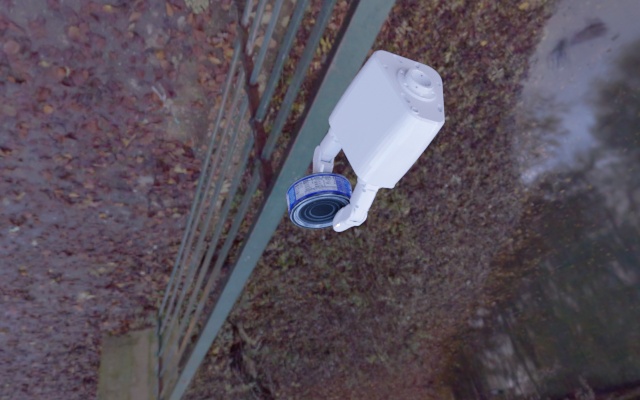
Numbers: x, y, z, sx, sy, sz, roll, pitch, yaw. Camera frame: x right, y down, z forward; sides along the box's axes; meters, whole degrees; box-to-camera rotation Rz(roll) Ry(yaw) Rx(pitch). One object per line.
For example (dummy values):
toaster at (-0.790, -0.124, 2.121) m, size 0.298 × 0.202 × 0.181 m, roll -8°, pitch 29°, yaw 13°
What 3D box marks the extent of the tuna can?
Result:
tuna can at (0.000, 0.003, 0.613) m, size 0.086 × 0.033 × 0.086 m, roll -7°, pitch -32°, yaw -5°
